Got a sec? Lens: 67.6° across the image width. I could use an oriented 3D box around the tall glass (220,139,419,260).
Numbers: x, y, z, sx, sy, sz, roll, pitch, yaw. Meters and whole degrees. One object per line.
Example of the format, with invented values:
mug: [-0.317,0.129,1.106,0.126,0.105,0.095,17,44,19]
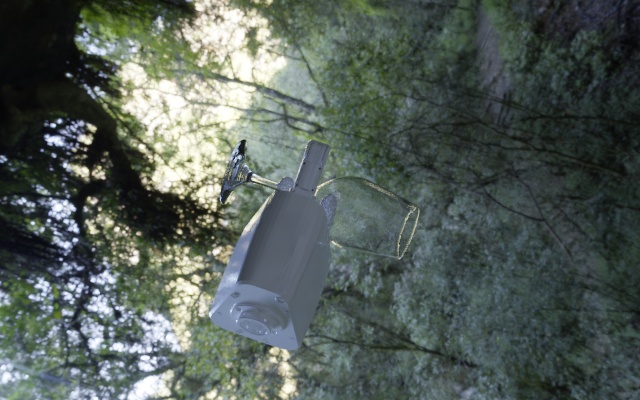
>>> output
tall glass: [-0.001,0.001,0.512,0.201,0.079,0.079,19,0,1]
